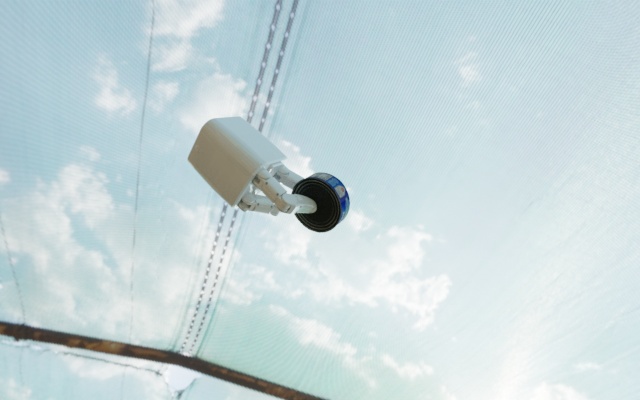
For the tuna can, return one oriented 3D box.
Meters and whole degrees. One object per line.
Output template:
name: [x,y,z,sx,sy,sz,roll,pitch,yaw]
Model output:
tuna can: [0.000,0.002,0.709,0.086,0.086,0.033,0,19,32]
